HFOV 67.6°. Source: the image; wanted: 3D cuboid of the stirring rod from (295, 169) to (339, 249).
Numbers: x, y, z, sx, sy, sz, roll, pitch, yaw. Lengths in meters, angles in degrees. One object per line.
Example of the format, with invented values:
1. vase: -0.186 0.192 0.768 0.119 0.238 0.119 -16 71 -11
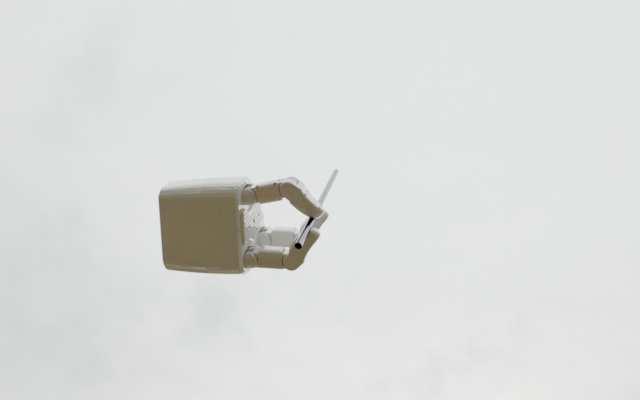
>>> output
1. stirring rod: 0.000 0.002 0.608 0.011 0.011 0.239 0 22 12
